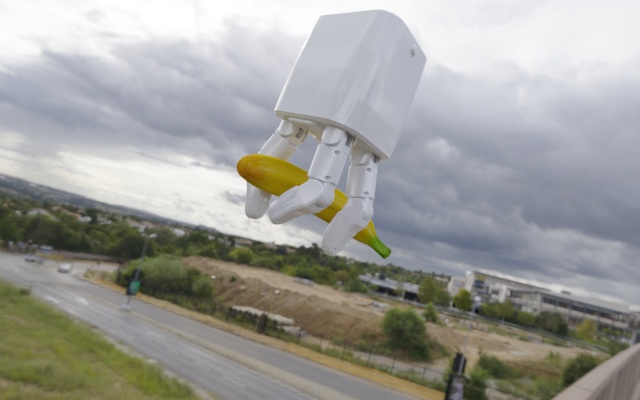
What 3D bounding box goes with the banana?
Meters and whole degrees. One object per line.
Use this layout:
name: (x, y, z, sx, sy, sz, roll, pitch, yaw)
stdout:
banana: (-0.006, -0.003, 0.471, 0.198, 0.037, 0.069, 30, 4, -34)
